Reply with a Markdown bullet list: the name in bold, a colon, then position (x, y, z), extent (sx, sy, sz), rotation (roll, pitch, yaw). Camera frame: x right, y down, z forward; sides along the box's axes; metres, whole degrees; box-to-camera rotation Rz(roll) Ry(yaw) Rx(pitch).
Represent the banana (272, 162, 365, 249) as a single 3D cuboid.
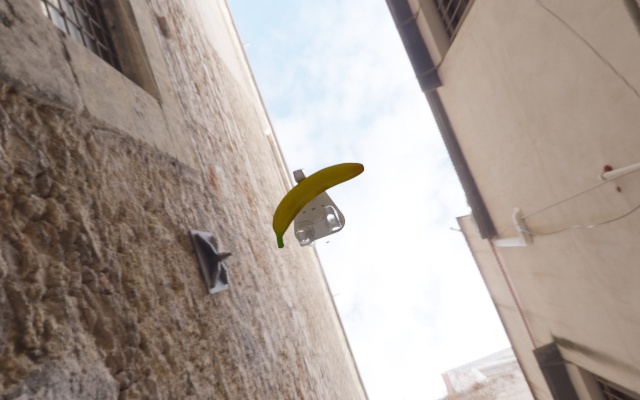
- **banana**: position (-0.015, -0.007, 0.804), extent (0.069, 0.198, 0.037), rotation (44, -5, 19)
